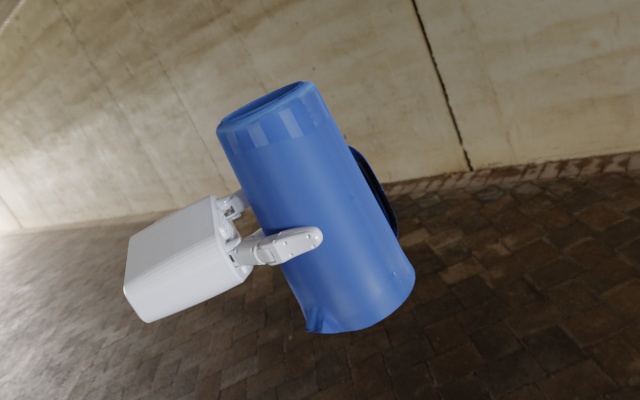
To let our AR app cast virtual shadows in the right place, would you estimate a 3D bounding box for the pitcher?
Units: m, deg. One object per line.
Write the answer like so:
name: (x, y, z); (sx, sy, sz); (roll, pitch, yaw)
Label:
pitcher: (0.000, 0.002, 0.505); (0.145, 0.243, 0.149); (-26, 19, 2)
